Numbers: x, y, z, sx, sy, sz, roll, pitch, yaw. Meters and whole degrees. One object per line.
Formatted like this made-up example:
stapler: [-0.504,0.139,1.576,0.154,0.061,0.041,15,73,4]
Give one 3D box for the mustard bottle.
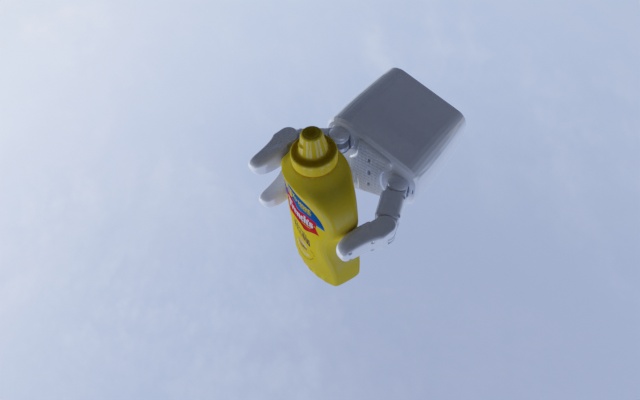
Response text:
mustard bottle: [0.000,0.002,0.465,0.058,0.096,0.192,-26,-34,-14]
